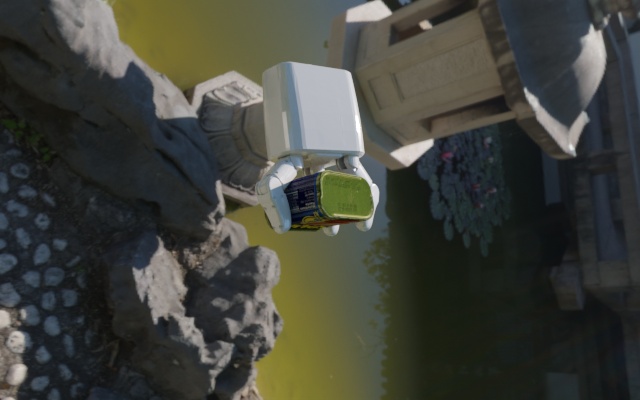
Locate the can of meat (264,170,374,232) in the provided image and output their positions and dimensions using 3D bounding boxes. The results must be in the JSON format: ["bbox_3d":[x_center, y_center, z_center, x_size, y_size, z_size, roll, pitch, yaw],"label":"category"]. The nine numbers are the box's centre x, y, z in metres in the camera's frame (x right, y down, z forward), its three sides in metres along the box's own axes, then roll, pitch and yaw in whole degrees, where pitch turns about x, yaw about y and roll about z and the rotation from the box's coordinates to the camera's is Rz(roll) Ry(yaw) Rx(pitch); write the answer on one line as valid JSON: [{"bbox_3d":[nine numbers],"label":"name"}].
[{"bbox_3d":[0.000,0.002,0.549,0.084,0.057,0.102,-13,-12,39],"label":"can of meat"}]
